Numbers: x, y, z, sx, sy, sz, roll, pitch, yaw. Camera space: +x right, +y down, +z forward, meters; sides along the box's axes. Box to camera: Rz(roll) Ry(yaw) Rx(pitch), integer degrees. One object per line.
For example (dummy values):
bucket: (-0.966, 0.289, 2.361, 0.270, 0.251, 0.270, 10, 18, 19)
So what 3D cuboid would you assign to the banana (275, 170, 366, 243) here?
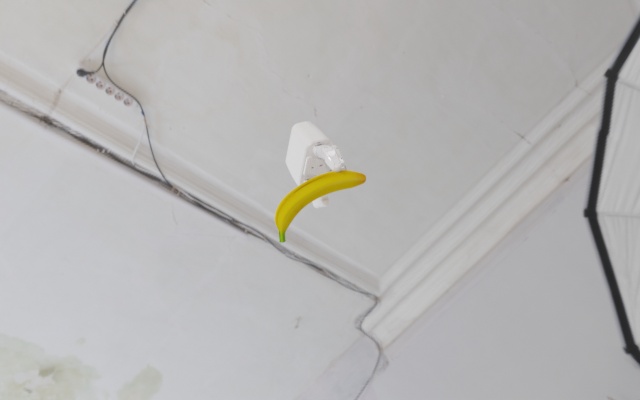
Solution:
banana: (-0.011, -0.008, 0.861, 0.198, 0.070, 0.037, -35, 36, -1)
